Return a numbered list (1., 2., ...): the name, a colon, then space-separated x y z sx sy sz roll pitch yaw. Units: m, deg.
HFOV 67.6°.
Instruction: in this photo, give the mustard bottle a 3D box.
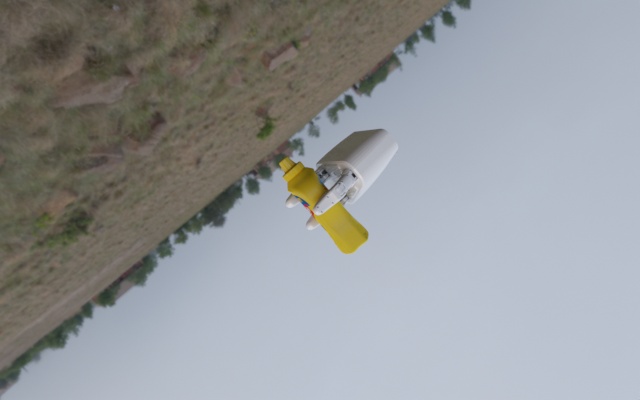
1. mustard bottle: 0.000 0.003 0.810 0.058 0.191 0.096 -41 8 0
